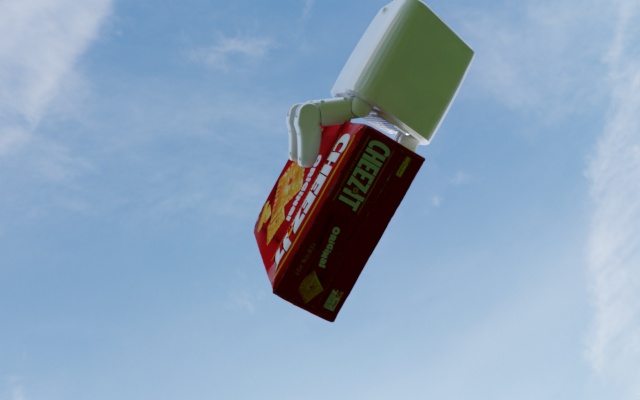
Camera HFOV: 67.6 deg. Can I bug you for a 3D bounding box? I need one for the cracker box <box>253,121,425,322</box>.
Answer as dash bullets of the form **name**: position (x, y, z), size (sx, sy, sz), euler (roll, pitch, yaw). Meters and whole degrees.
- **cracker box**: position (0.000, 0.002, 0.497), size (0.072, 0.164, 0.213), euler (27, 4, -15)
